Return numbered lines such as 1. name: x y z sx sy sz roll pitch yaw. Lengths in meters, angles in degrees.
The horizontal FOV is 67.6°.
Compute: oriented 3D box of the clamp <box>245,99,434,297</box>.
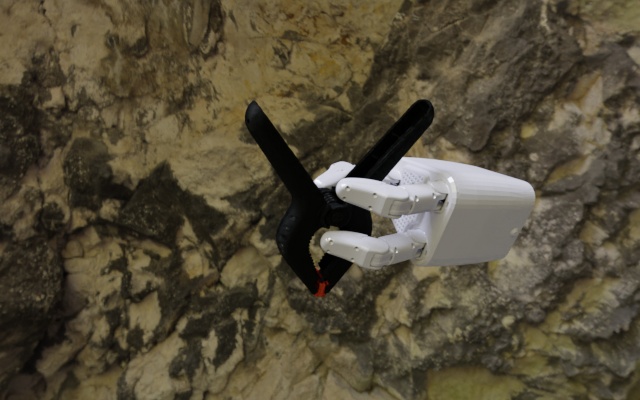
1. clamp: 0.000 0.001 0.429 0.164 0.210 0.036 2 32 -25
